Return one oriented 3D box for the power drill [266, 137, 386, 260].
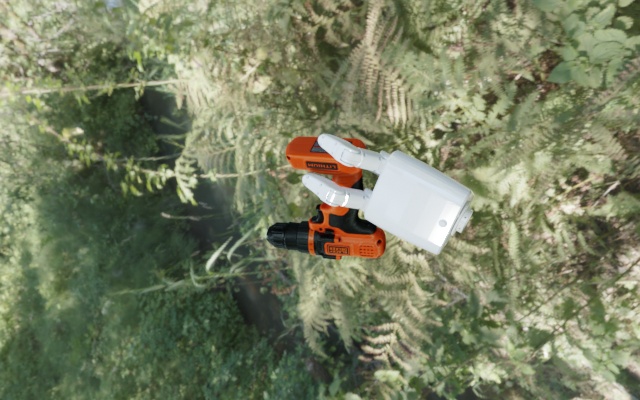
[{"bbox_3d":[0.000,0.002,0.681,0.184,0.188,0.057,3,38,13],"label":"power drill"}]
